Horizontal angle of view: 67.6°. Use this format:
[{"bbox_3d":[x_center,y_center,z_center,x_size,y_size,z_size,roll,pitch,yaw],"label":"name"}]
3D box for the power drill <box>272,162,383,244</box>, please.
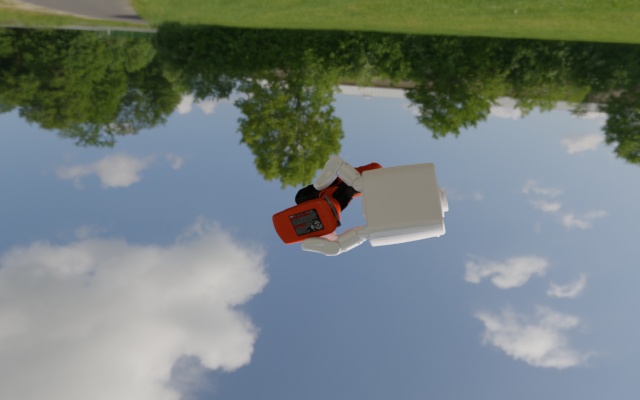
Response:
[{"bbox_3d":[0.000,0.003,0.787,0.184,0.057,0.187,-20,13,34],"label":"power drill"}]
